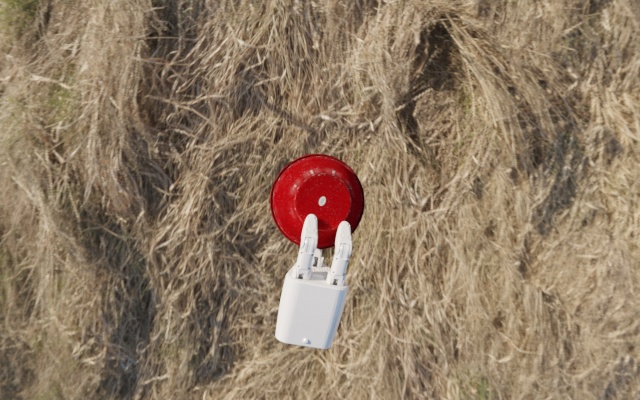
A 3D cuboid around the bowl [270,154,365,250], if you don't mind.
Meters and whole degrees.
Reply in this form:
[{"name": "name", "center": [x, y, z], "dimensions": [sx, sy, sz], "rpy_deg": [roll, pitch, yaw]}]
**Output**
[{"name": "bowl", "center": [0.000, 0.001, 0.777], "dimensions": [0.162, 0.162, 0.055], "rpy_deg": [0, 1, -10]}]
